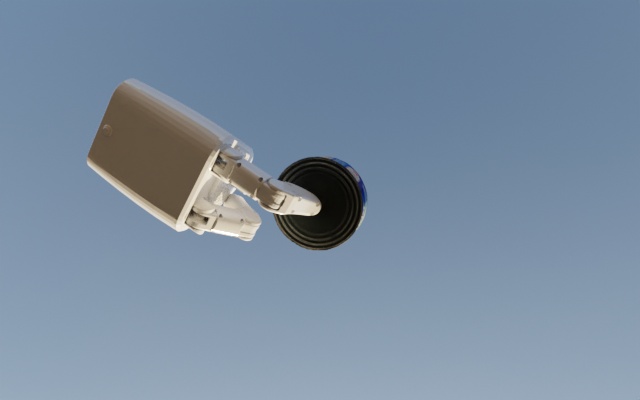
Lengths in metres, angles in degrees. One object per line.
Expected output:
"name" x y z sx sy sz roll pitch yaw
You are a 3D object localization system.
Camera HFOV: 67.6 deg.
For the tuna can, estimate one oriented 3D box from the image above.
"tuna can" 0.000 0.001 0.446 0.086 0.086 0.033 0 8 15
